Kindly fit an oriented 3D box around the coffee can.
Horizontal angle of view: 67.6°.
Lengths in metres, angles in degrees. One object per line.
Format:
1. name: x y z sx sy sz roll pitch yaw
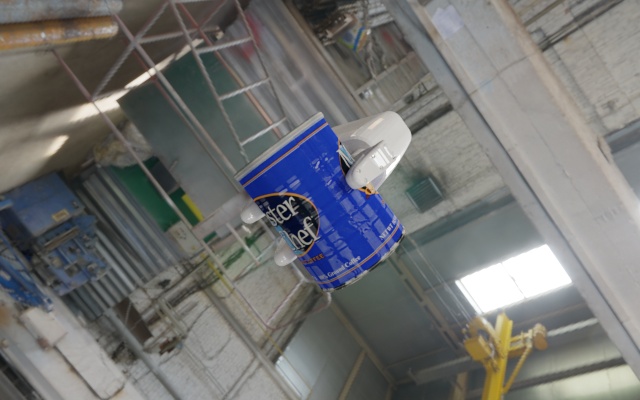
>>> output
1. coffee can: 0.000 0.001 0.460 0.103 0.140 0.103 -36 7 5
